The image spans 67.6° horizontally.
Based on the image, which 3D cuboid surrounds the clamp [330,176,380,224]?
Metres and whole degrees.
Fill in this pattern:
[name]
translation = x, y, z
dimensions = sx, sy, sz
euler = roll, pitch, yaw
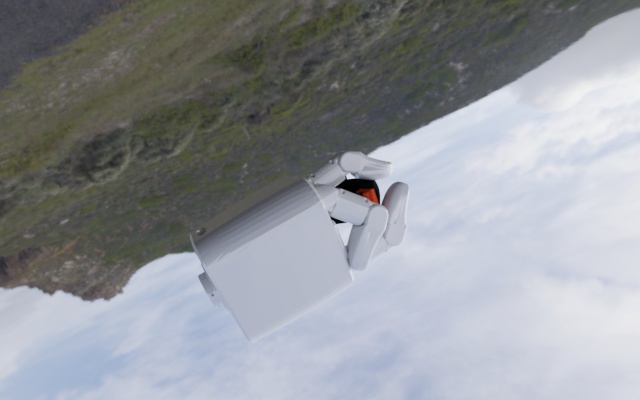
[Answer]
[clamp]
translation = 0.000, 0.002, 0.505
dimensions = 0.120, 0.039, 0.171
euler = -30, 13, -13
